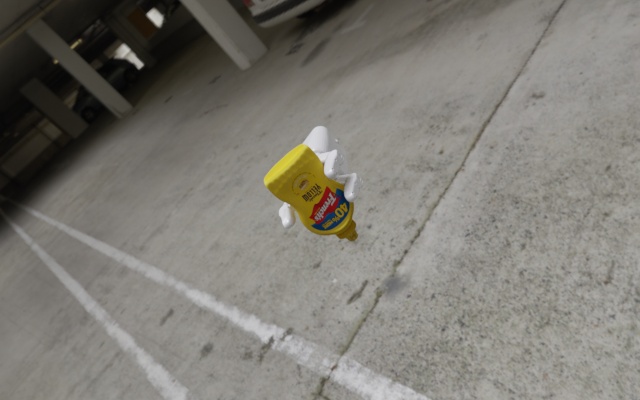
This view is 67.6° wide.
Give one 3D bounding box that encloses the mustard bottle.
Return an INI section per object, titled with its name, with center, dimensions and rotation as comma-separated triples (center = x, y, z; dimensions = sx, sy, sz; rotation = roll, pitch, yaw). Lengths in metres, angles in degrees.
[mustard bottle]
center = 0.000, 0.003, 0.810
dimensions = 0.192, 0.096, 0.058
rotation = 47, 0, -24
